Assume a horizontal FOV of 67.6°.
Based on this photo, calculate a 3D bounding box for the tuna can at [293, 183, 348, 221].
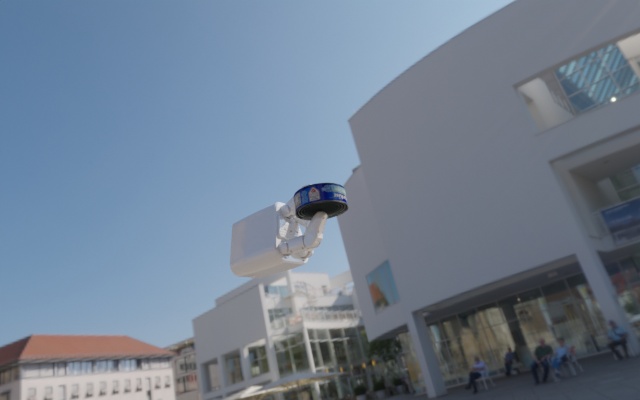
[{"bbox_3d":[0.000,0.002,0.766,0.086,0.033,0.086,-8,-20,-3],"label":"tuna can"}]
